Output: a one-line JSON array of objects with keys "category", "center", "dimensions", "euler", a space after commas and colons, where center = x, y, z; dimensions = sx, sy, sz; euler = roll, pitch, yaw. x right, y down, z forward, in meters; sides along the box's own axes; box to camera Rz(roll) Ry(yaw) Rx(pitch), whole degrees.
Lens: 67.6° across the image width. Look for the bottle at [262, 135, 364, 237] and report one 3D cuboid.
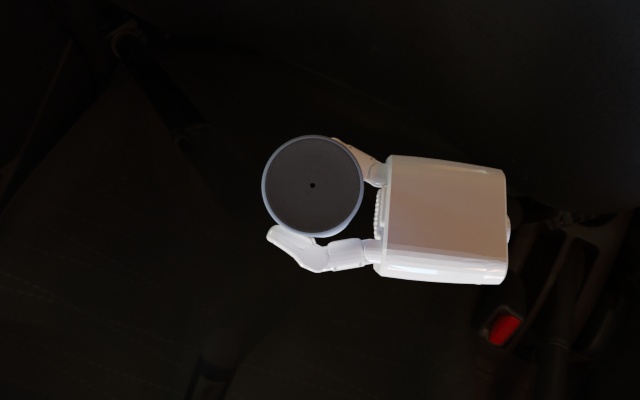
[{"category": "bottle", "center": [0.000, 0.001, 0.454], "dimensions": [0.069, 0.069, 0.296], "euler": [0, -4, 2]}]
